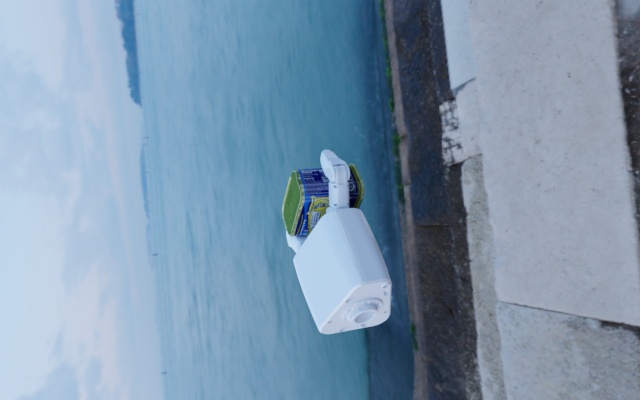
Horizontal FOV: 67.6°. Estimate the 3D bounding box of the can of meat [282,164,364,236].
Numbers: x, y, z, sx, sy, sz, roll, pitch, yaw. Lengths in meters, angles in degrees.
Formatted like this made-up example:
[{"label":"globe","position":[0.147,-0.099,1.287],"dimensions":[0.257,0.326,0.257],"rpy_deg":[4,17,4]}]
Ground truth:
[{"label":"can of meat","position":[0.000,0.002,0.629],"dimensions":[0.084,0.057,0.102],"rpy_deg":[-5,-39,-20]}]
